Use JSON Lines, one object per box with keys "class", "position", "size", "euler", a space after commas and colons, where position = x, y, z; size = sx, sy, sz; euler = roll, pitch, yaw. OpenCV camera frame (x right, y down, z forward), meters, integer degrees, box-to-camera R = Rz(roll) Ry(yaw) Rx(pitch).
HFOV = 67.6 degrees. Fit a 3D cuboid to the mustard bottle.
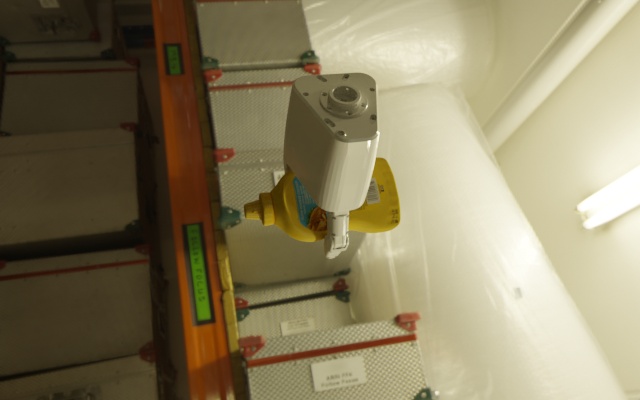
{"class": "mustard bottle", "position": [0.000, 0.002, 0.603], "size": [0.191, 0.096, 0.058], "euler": [-7, -13, -14]}
